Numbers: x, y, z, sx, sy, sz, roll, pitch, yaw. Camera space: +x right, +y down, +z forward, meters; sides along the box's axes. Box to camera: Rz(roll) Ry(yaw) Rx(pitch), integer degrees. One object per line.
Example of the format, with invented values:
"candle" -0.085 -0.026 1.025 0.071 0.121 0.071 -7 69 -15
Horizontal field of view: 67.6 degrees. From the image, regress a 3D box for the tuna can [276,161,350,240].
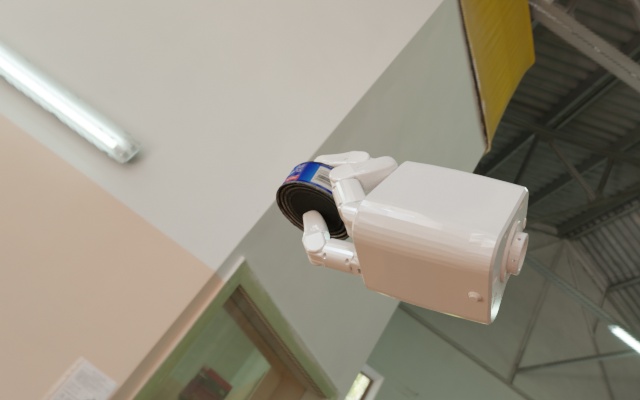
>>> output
"tuna can" 0.000 0.001 0.484 0.086 0.033 0.086 21 -34 16
